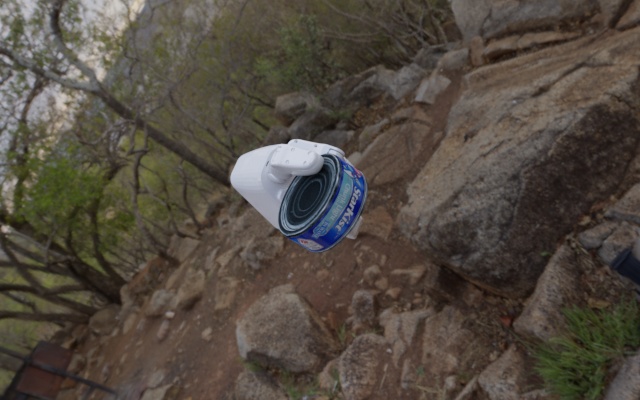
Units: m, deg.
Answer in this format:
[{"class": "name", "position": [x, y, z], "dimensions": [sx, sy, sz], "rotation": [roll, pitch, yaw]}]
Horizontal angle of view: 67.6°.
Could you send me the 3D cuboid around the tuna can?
[{"class": "tuna can", "position": [0.000, 0.001, 0.426], "dimensions": [0.034, 0.086, 0.086], "rotation": [32, -17, -28]}]
